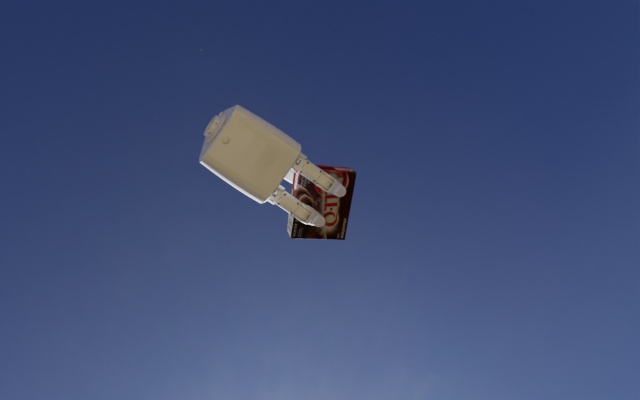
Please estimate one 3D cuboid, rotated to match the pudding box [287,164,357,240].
[{"bbox_3d":[0.000,0.002,0.729,0.090,0.113,0.039,3,18,-19],"label":"pudding box"}]
